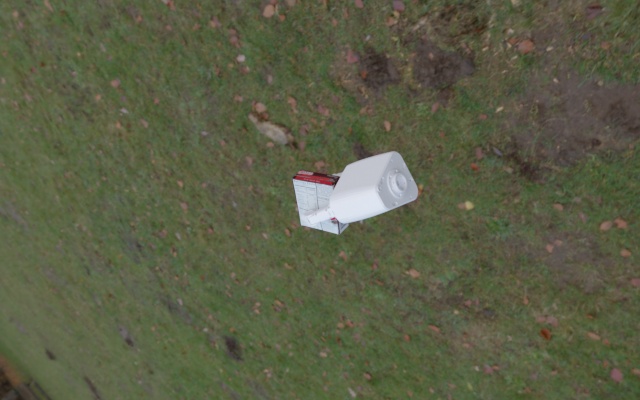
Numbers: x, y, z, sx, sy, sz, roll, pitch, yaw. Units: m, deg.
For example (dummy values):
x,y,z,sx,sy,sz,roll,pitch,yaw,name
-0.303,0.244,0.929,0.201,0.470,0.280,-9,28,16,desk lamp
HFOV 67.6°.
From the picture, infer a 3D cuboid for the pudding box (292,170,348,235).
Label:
x,y,z,sx,sy,sz,roll,pitch,yaw,name
0.000,0.003,0.888,0.090,0.114,0.039,12,37,29,pudding box
